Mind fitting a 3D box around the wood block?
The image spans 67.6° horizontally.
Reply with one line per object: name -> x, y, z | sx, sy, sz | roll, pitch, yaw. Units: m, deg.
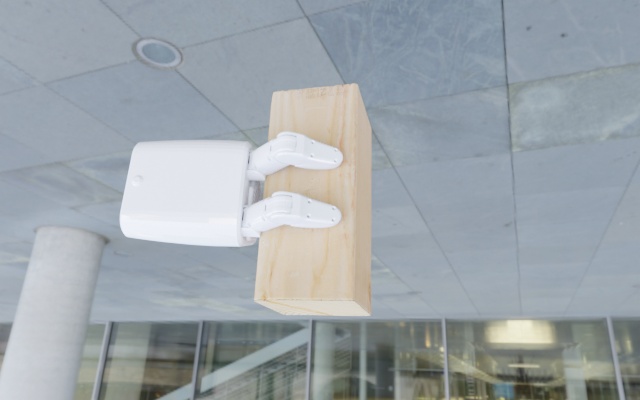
wood block -> 0.000, 0.002, 0.466 | 0.090, 0.206, 0.091 | -3, -21, 14
